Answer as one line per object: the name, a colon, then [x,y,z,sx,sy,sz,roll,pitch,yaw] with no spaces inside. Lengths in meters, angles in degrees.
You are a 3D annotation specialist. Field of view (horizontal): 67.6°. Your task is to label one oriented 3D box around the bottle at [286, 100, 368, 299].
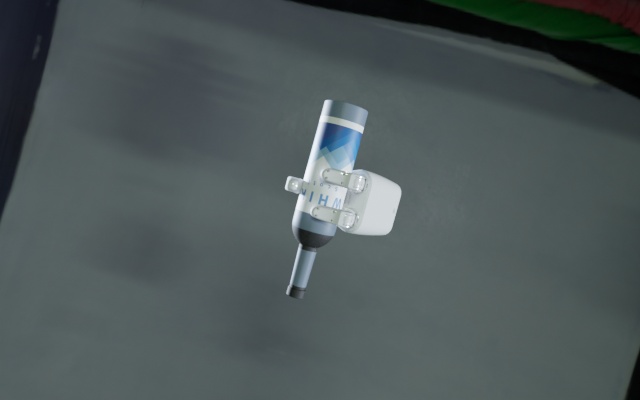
bottle: [0.000,0.002,0.714,0.069,0.296,0.069,15,2,-1]
